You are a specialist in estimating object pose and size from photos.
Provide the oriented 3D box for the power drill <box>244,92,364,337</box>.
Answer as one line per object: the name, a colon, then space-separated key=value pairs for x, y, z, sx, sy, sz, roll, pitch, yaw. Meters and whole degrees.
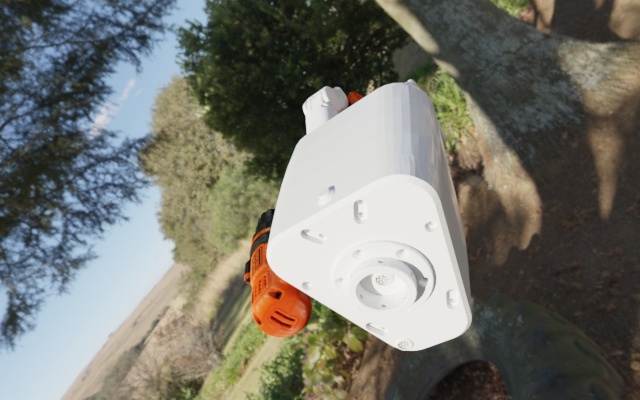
power drill: x=0.000 y=0.001 z=0.417 sx=0.057 sy=0.188 sz=0.184 roll=28 pitch=16 yaw=-19
